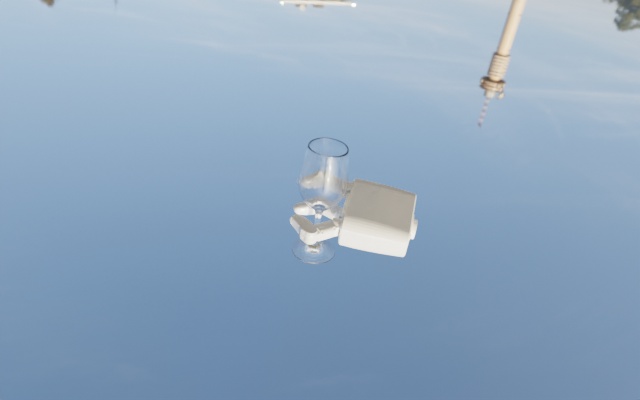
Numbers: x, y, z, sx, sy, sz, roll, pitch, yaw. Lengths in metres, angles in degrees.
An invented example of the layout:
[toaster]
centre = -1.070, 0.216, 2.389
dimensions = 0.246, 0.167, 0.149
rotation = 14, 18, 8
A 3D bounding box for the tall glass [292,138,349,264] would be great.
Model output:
[tall glass]
centre = 0.000, 0.003, 0.765
dimensions = 0.079, 0.201, 0.079
rotation = 5, 34, -4
